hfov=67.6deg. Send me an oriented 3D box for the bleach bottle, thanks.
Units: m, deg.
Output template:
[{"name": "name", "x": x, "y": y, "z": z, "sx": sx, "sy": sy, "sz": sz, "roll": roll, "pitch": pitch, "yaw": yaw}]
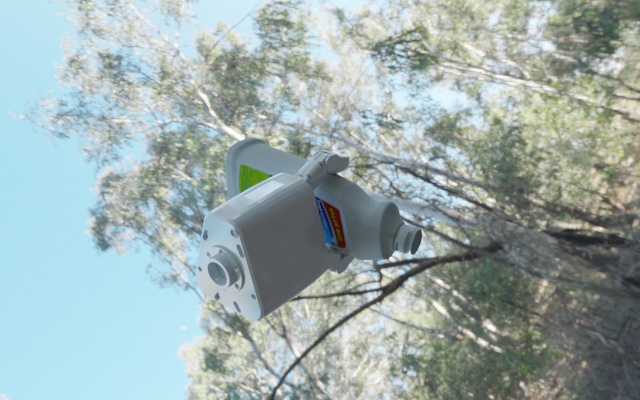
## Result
[{"name": "bleach bottle", "x": 0.000, "y": 0.002, "z": 0.564, "sx": 0.251, "sy": 0.103, "sz": 0.068, "roll": 19, "pitch": 31, "yaw": 30}]
